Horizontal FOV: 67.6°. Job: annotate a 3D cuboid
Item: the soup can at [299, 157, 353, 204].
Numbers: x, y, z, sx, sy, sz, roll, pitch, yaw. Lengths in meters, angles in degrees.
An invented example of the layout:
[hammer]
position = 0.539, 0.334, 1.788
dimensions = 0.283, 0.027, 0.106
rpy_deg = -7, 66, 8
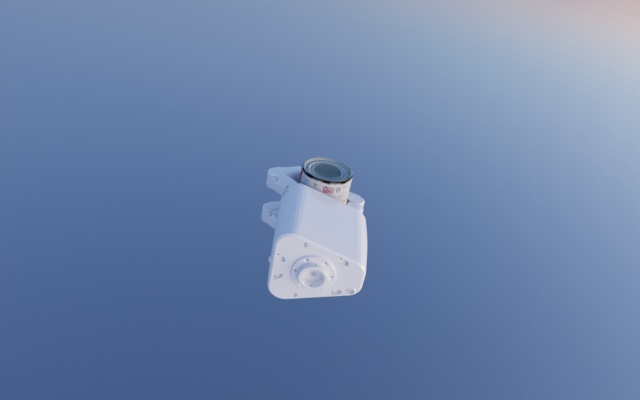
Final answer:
[soup can]
position = 0.000, 0.002, 0.636
dimensions = 0.068, 0.102, 0.068
rpy_deg = 9, 31, -5
